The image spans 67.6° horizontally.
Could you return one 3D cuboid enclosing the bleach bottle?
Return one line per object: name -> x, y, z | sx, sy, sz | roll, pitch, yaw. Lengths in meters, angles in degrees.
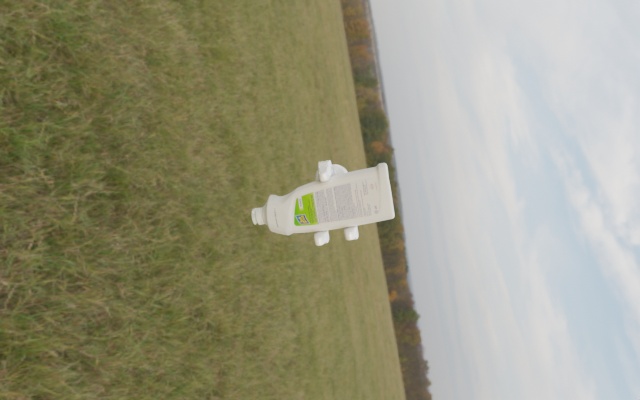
bleach bottle -> 0.000, 0.003, 0.849 | 0.251, 0.102, 0.068 | -9, 0, 9
